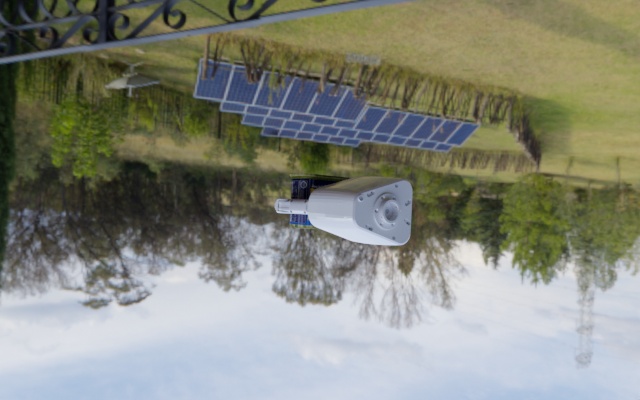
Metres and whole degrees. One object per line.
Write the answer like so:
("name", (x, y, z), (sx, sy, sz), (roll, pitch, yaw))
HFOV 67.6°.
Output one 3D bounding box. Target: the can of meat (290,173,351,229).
("can of meat", (0.000, 0.003, 0.764), (0.102, 0.084, 0.057), (3, -1, -37))
